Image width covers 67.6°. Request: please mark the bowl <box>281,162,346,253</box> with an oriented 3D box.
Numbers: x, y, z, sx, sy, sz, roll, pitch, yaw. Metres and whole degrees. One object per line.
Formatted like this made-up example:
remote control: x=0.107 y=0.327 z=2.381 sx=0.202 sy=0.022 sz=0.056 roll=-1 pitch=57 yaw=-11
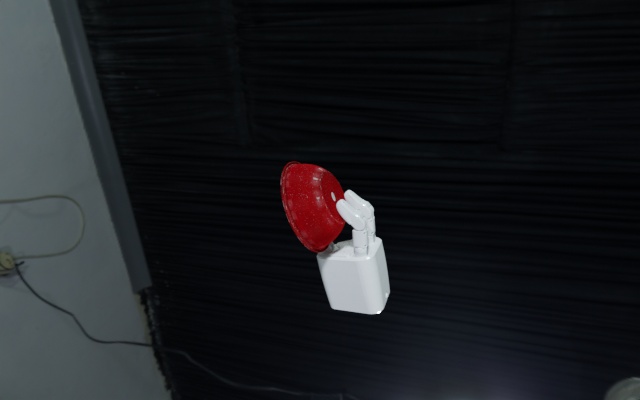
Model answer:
bowl: x=0.000 y=0.001 z=0.796 sx=0.055 sy=0.162 sz=0.162 roll=-20 pitch=-9 yaw=24
